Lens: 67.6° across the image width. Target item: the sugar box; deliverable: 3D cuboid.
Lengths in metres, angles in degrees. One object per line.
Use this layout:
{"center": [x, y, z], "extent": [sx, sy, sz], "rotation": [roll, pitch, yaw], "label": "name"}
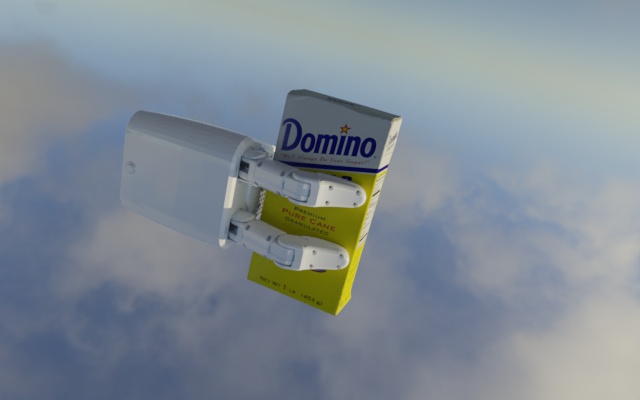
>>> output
{"center": [0.000, 0.002, 0.414], "extent": [0.093, 0.176, 0.048], "rotation": [19, 21, 15], "label": "sugar box"}
